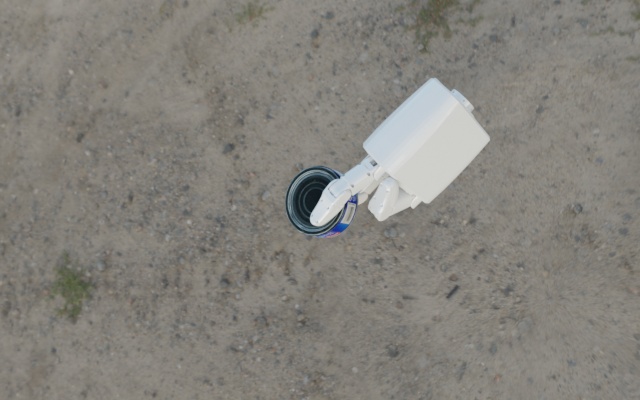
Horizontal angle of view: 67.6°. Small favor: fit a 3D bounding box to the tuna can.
[{"bbox_3d":[0.000,0.002,0.575,0.086,0.086,0.034,0,-7,30],"label":"tuna can"}]
